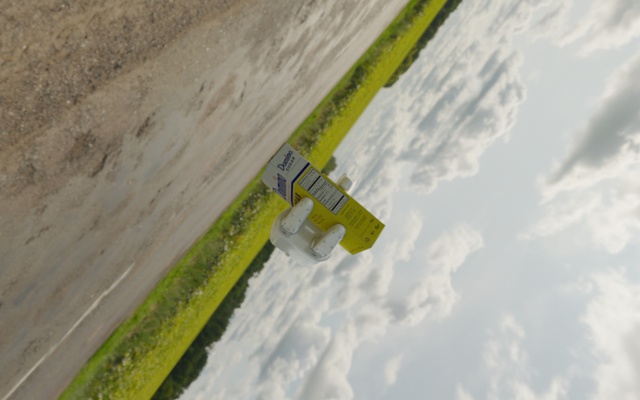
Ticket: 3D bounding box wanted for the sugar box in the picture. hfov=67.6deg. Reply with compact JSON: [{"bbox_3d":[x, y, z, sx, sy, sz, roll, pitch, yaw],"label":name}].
[{"bbox_3d":[0.000,0.003,0.664,0.176,0.048,0.093,37,-18,-2],"label":"sugar box"}]
